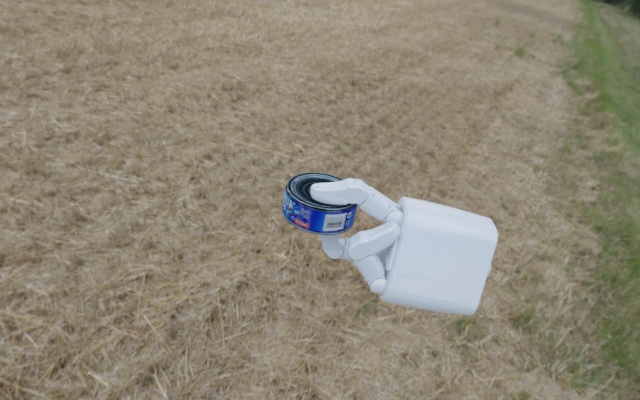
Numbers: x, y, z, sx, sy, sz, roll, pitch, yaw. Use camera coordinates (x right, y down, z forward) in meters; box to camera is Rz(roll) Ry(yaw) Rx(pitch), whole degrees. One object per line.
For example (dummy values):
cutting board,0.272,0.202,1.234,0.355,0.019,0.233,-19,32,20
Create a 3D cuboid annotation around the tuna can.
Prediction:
tuna can,0.000,0.001,0.547,0.086,0.034,0.086,8,30,-5
